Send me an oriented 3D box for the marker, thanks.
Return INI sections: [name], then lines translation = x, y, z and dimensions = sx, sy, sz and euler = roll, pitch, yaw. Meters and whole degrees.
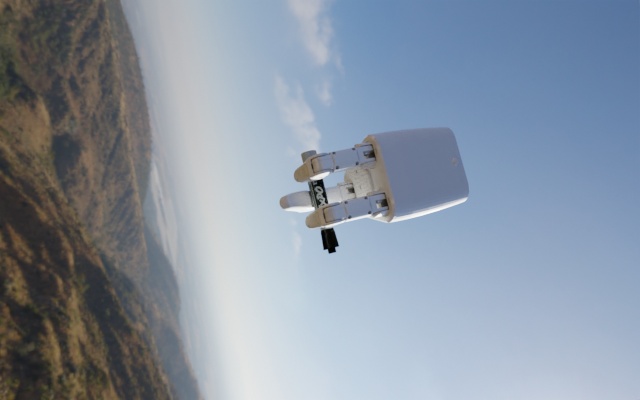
[marker]
translation = 0.000, 0.002, 0.553
dimensions = 0.020, 0.121, 0.020
euler = -13, -5, -1
